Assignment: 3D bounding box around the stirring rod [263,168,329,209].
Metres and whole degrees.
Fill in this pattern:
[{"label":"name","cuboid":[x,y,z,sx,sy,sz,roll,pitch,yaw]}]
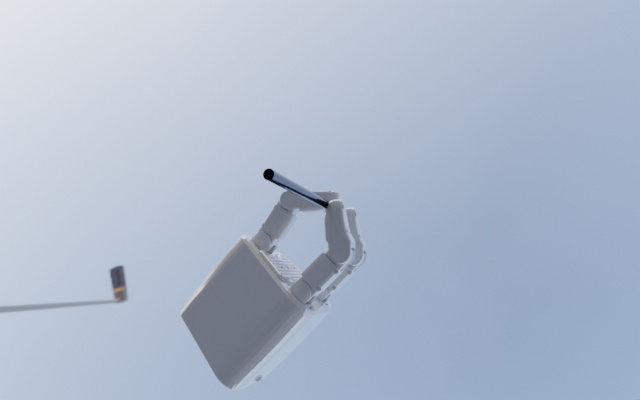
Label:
[{"label":"stirring rod","cuboid":[0.000,0.001,0.426,0.011,0.011,0.239,0,-9,17]}]
